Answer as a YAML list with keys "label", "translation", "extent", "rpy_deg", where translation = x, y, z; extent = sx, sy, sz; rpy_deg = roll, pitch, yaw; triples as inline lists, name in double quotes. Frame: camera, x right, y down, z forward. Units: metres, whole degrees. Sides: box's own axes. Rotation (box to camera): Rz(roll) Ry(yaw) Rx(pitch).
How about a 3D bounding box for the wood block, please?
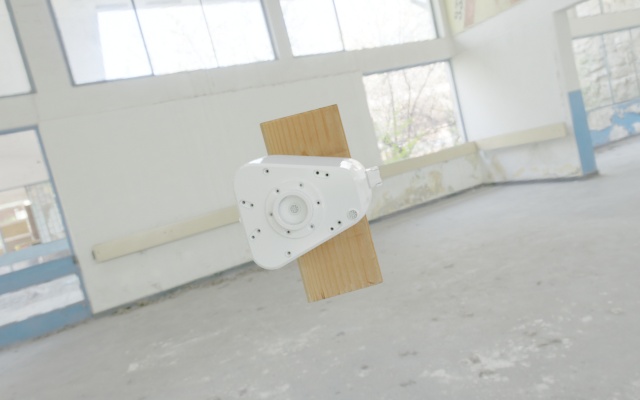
- label: "wood block"
  translation: [0.000, 0.002, 0.568]
  extent: [0.091, 0.206, 0.090]
  rpy_deg: [-15, 5, -2]
